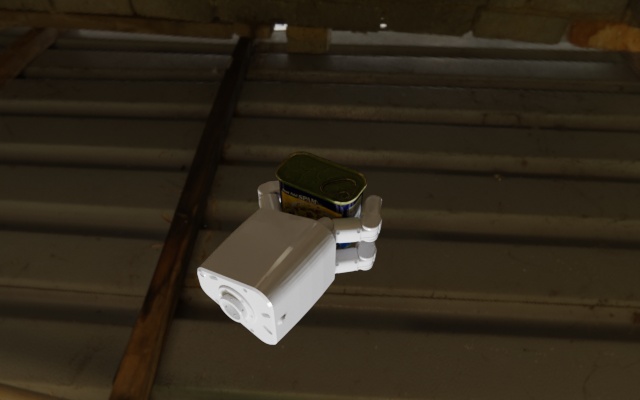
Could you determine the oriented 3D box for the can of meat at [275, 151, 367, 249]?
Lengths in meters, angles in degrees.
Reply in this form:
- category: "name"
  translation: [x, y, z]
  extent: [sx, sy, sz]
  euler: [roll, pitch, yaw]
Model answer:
- category: "can of meat"
  translation: [0.000, 0.002, 0.561]
  extent: [0.102, 0.084, 0.057]
  euler: [22, 48, 21]
